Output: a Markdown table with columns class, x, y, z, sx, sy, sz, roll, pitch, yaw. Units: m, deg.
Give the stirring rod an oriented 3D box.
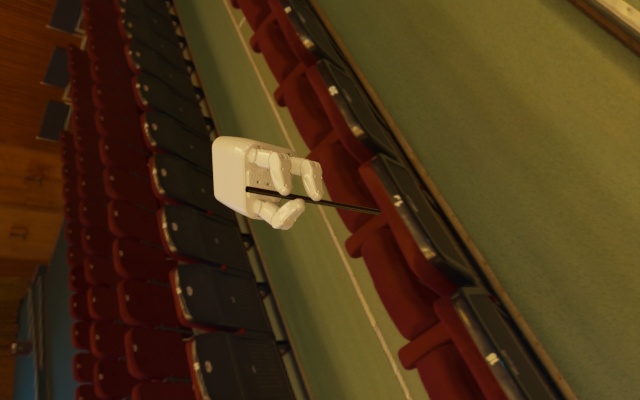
| class | x | y | z | sx | sy | sz | roll | pitch | yaw |
| --- | --- | --- | --- | --- | --- | --- | --- | --- | --- |
| stirring rod | 0.000 | 0.002 | 0.659 | 0.239 | 0.011 | 0.011 | 10 | -7 | -41 |
